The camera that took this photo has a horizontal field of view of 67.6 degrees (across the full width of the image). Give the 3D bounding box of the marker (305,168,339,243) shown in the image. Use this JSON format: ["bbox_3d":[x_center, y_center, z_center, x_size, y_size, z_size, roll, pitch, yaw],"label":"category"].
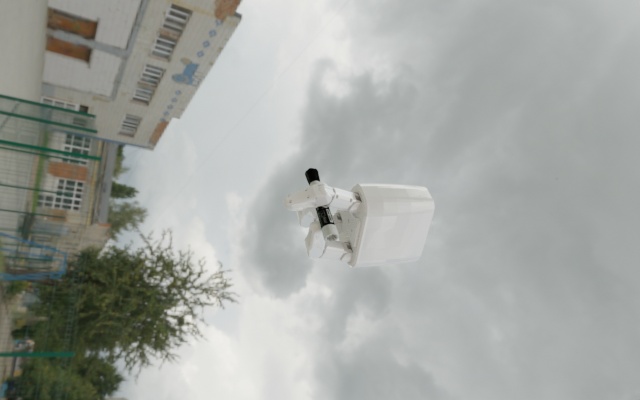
[{"bbox_3d":[0.000,0.002,0.621,0.020,0.121,0.020,-10,-41,-9],"label":"marker"}]
